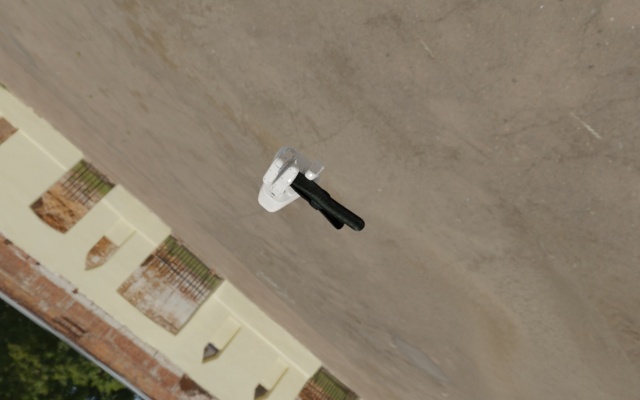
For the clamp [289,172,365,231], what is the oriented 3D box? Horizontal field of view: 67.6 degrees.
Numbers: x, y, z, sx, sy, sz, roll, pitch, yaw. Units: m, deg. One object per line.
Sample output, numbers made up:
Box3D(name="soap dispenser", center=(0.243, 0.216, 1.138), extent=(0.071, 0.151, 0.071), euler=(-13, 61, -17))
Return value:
Box3D(name="clamp", center=(0.000, 0.003, 0.891), extent=(0.171, 0.039, 0.120), euler=(41, -18, -3))
